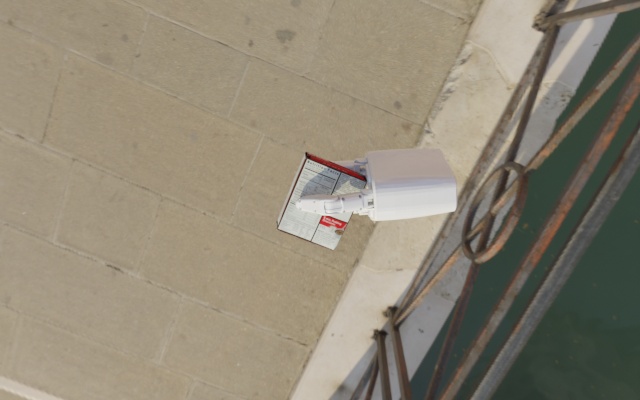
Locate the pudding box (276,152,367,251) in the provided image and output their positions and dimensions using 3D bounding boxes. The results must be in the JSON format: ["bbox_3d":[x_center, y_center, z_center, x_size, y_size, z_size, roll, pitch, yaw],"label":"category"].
[{"bbox_3d":[0.000,0.002,0.648,0.090,0.113,0.039,22,14,-7],"label":"pudding box"}]
